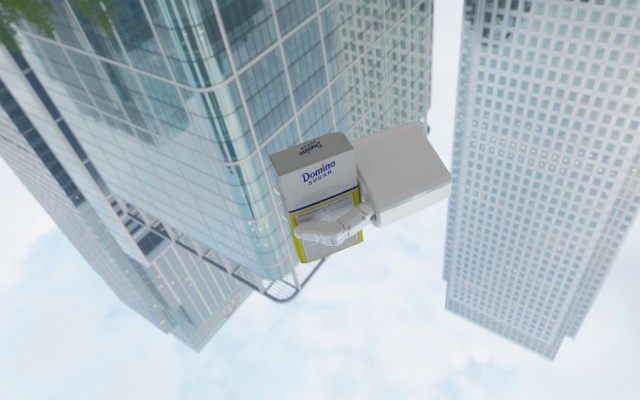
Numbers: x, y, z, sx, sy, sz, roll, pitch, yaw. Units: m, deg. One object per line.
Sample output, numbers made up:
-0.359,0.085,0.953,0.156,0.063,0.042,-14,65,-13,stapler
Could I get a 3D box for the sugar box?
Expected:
0.000,0.002,0.600,0.093,0.176,0.048,-20,46,-9,sugar box
